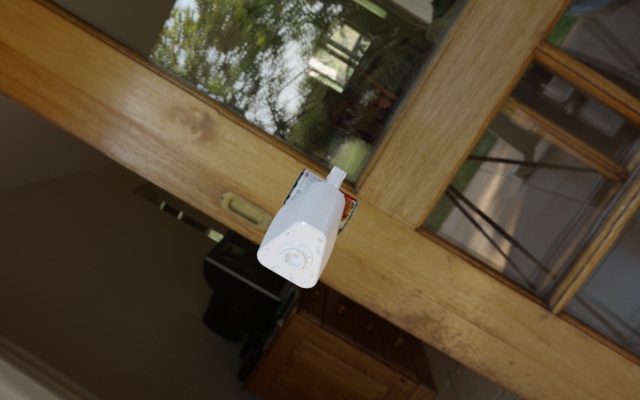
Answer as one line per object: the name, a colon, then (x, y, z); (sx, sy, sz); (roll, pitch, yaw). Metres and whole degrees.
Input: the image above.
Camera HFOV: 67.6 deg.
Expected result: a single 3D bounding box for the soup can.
soup can: (0.000, 0.002, 0.761); (0.102, 0.068, 0.068); (31, -2, -4)
